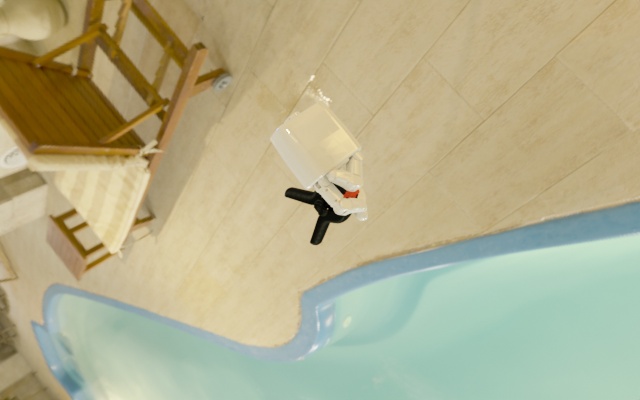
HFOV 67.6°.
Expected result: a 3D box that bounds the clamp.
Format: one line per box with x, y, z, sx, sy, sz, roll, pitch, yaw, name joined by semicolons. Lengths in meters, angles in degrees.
0.000;0.003;0.856;0.039;0.120;0.171;-37;-2;-43;clamp
